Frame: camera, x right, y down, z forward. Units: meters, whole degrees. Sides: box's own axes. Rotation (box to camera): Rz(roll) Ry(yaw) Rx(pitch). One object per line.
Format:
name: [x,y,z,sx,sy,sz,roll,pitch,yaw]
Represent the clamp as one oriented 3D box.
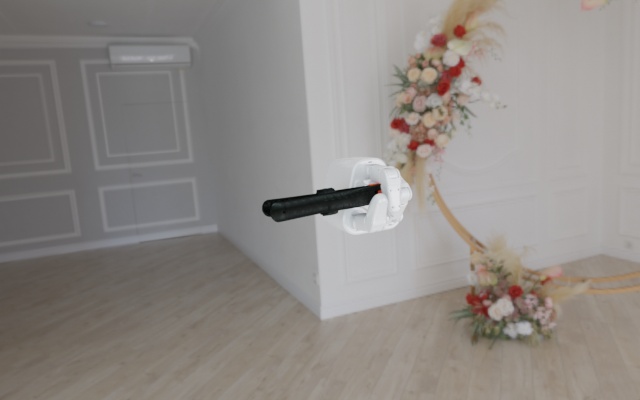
clamp: [0.000,0.002,0.657,0.171,0.039,0.120,-7,9,-21]
